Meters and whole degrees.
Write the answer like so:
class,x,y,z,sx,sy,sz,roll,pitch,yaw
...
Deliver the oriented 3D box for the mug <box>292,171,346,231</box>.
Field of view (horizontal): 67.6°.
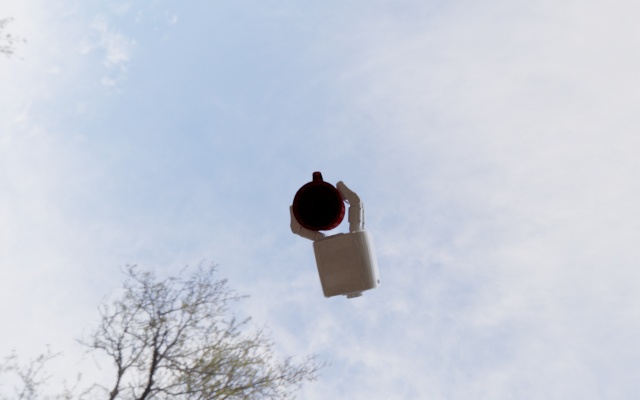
class,x,y,z,sx,sy,sz,roll,pitch,yaw
mug,0.000,0.002,0.899,0.093,0.117,0.081,-11,-10,10
